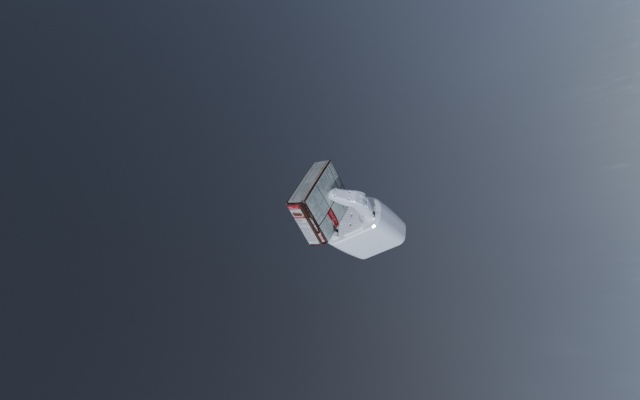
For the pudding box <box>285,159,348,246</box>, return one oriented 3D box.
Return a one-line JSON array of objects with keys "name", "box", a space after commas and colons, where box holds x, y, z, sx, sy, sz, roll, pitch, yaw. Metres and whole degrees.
[{"name": "pudding box", "box": [0.000, 0.003, 0.763, 0.039, 0.090, 0.113, -9, 34, 33]}]
